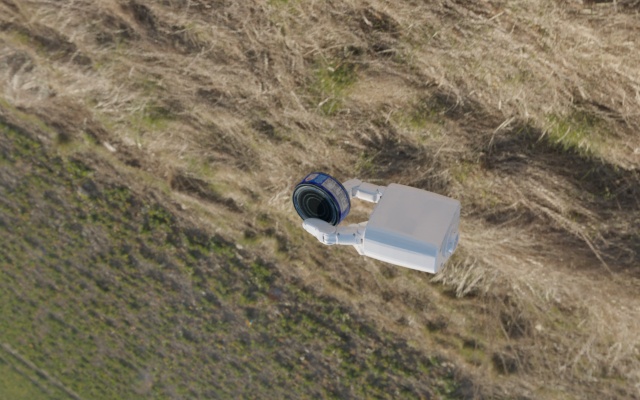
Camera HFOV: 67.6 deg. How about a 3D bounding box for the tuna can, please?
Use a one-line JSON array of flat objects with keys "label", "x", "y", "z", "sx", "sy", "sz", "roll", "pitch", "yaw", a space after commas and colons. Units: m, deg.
[{"label": "tuna can", "x": 0.000, "y": 0.003, "z": 0.712, "sx": 0.086, "sy": 0.086, "sz": 0.033, "roll": 0, "pitch": 32, "yaw": 39}]
